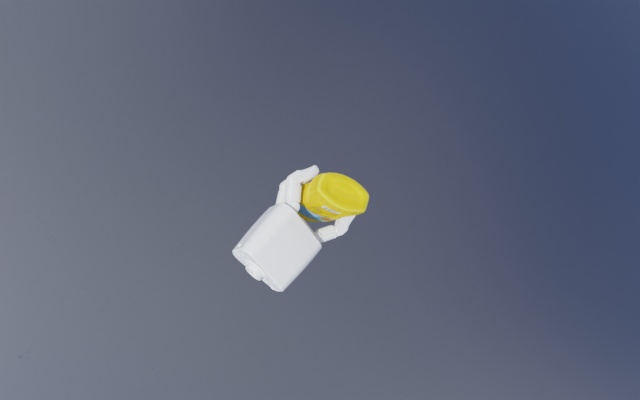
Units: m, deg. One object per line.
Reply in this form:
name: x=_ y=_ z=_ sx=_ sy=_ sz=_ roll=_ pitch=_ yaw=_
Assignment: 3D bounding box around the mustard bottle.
mustard bottle: x=0.000 y=0.002 z=0.846 sx=0.096 sy=0.058 sz=0.191 roll=22 pitch=-18 yaw=-19
